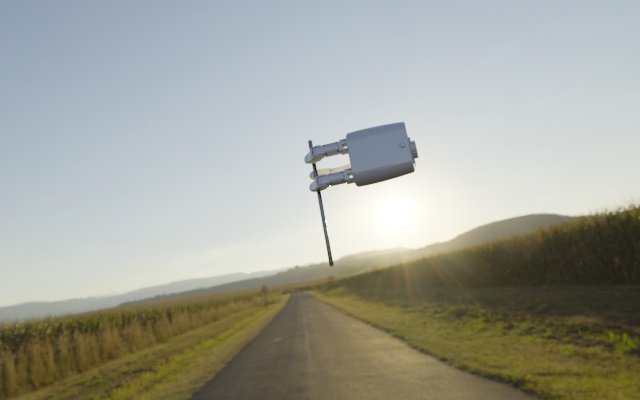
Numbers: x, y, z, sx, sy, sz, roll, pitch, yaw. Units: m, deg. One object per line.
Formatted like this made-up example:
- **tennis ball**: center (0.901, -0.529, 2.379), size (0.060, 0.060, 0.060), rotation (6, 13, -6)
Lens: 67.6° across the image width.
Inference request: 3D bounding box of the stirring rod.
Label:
- **stirring rod**: center (0.000, 0.003, 0.888), size (0.011, 0.239, 0.011), rotation (-10, -10, -2)
